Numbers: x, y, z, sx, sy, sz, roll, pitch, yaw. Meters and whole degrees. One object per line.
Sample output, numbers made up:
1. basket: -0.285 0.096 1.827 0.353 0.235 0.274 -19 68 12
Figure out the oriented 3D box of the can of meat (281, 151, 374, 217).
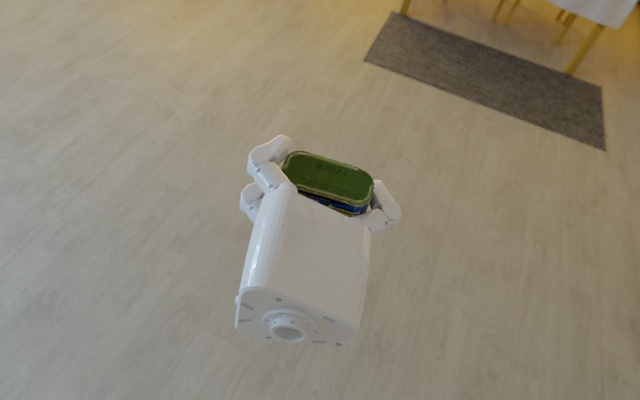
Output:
1. can of meat: 0.000 0.001 0.513 0.102 0.057 0.084 16 -42 -1
